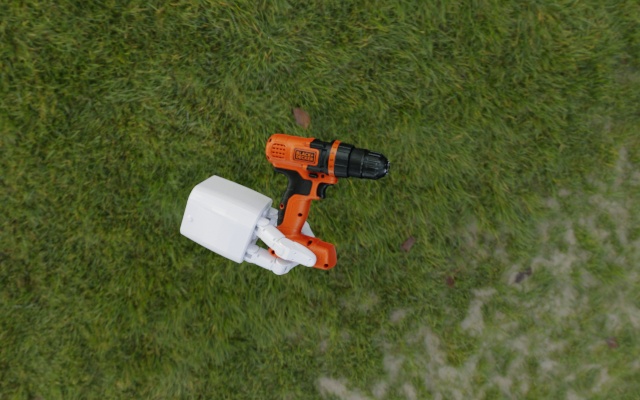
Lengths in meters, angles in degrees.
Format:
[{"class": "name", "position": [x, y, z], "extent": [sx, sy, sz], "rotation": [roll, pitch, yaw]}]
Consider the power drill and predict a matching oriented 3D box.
[{"class": "power drill", "position": [0.000, 0.003, 0.709], "extent": [0.184, 0.188, 0.057], "rotation": [12, 11, 16]}]
